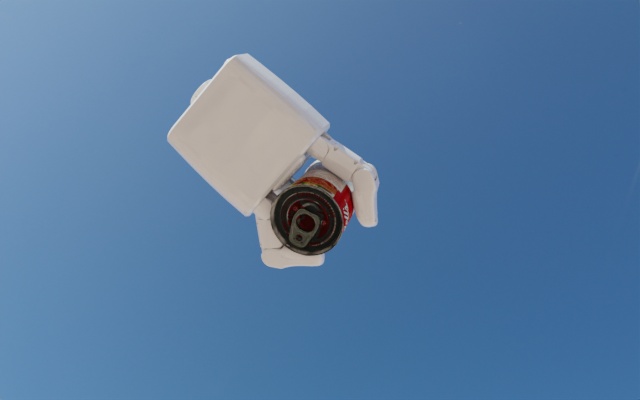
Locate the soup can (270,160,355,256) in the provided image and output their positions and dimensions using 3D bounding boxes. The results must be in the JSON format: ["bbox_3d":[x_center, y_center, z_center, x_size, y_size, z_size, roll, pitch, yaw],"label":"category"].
[{"bbox_3d":[0.001,0.002,0.466,0.068,0.068,0.102,0,20,16],"label":"soup can"}]
